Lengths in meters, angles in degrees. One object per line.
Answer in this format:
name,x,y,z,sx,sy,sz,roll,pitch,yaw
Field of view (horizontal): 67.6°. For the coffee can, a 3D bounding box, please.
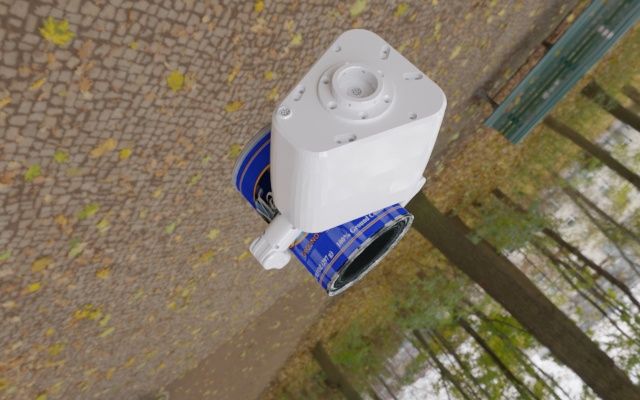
coffee can,0.000,0.001,0.444,0.140,0.103,0.103,47,19,19
